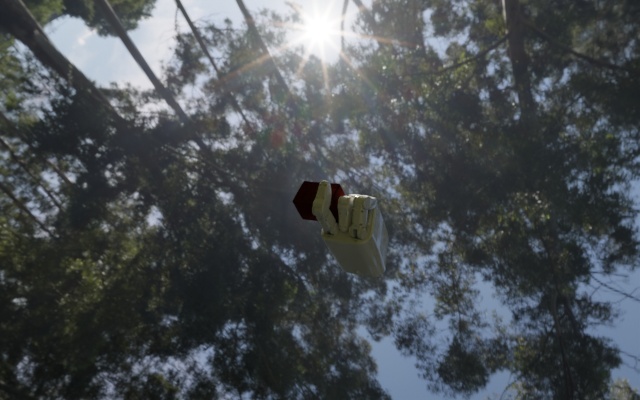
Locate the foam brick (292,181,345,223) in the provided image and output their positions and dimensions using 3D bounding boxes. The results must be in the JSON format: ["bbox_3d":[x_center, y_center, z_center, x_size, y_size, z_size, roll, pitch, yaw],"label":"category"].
[{"bbox_3d":[0.000,0.003,0.853,0.078,0.053,0.051,7,-39,33],"label":"foam brick"}]
